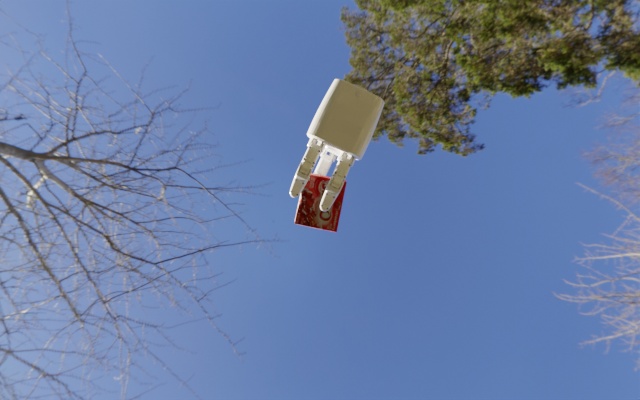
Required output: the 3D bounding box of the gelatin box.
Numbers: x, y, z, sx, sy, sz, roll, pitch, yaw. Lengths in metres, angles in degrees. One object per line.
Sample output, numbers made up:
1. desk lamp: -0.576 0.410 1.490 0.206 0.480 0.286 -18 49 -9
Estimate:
1. gelatin box: 0.000 0.003 0.806 0.073 0.089 0.030 12 6 -3
